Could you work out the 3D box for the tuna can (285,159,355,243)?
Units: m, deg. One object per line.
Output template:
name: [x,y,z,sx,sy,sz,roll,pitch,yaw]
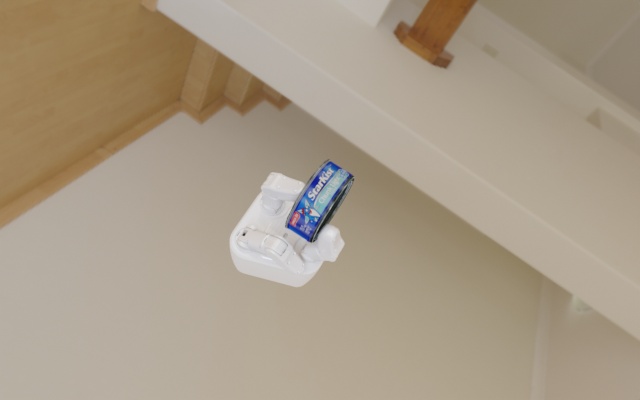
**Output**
tuna can: [0.001,0.002,0.500,0.034,0.086,0.086,33,4,7]
